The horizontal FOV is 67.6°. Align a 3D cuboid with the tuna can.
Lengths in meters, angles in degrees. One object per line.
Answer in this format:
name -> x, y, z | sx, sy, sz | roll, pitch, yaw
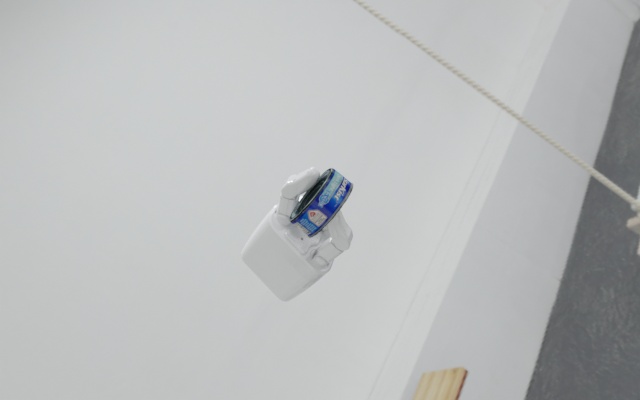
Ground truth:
tuna can -> 0.000, 0.002, 0.586 | 0.034, 0.086, 0.086 | 39, -8, -9
